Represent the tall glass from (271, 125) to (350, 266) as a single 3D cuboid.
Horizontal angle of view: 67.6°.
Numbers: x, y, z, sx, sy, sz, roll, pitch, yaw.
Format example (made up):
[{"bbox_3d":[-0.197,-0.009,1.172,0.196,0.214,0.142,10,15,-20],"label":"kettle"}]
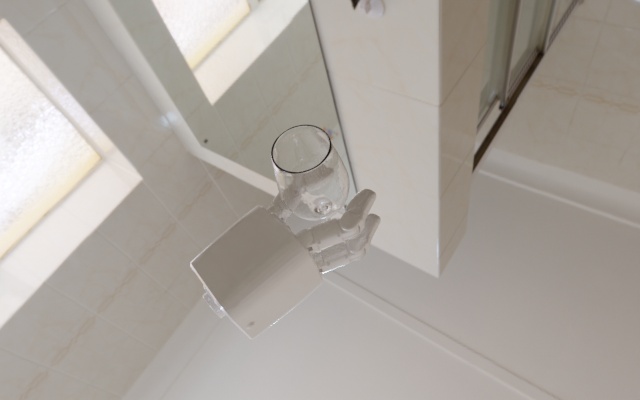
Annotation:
[{"bbox_3d":[0.000,0.002,0.552,0.079,0.079,0.201,0,-33,13],"label":"tall glass"}]
